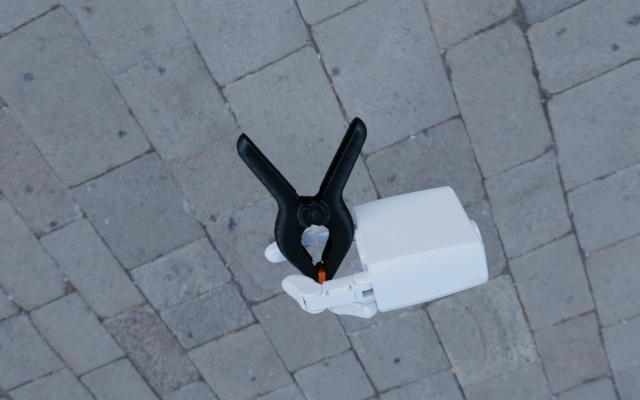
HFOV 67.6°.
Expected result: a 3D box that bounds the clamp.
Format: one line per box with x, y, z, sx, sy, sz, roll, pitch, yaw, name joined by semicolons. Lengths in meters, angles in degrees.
0.000;0.002;0.464;0.120;0.171;0.039;-15;23;4;clamp
